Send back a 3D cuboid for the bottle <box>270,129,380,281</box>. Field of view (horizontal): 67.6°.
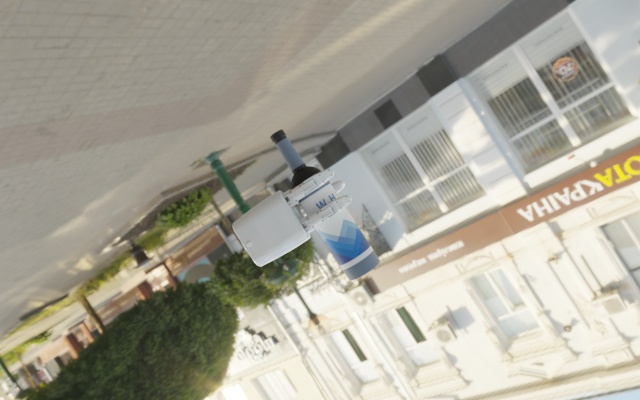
[{"bbox_3d":[0.000,0.003,0.859,0.069,0.296,0.069,-33,1,0],"label":"bottle"}]
